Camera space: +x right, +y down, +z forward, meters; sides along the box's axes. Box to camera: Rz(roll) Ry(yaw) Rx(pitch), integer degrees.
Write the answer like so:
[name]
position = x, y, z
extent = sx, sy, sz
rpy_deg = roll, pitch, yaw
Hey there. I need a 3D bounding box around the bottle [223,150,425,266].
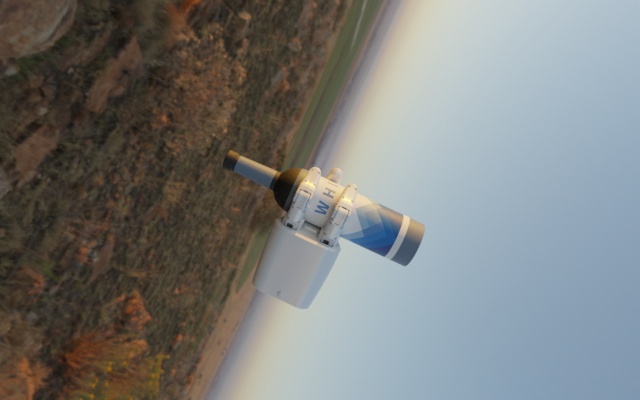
[bottle]
position = 0.000, 0.002, 0.680
extent = 0.296, 0.069, 0.069
rpy_deg = 25, 0, 0
